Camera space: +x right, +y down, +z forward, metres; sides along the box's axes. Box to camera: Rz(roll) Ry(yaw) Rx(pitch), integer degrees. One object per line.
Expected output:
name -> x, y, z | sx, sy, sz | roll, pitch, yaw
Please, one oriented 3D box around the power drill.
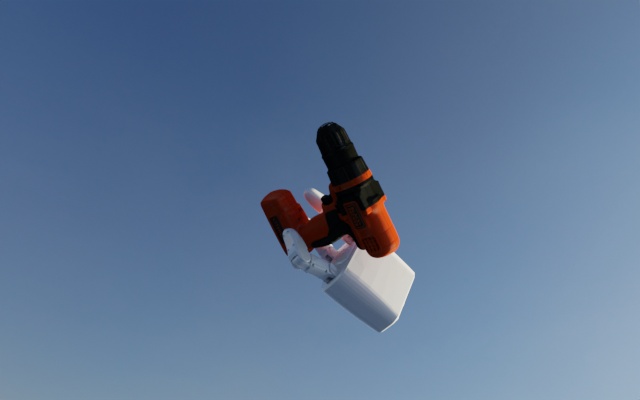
power drill -> 0.000, 0.002, 0.649 | 0.188, 0.184, 0.057 | -18, 10, 47
